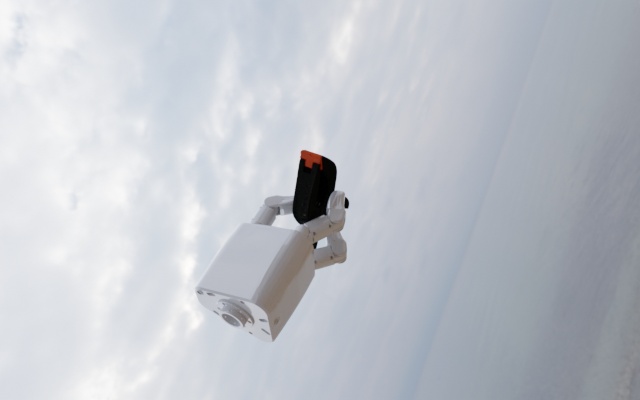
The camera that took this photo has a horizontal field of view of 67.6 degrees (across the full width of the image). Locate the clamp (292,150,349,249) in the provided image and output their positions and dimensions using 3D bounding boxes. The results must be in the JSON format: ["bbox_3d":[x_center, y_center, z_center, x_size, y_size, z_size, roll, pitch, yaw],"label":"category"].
[{"bbox_3d":[-0.001,0.002,0.649,0.036,0.164,0.210,18,-39,17],"label":"clamp"}]
